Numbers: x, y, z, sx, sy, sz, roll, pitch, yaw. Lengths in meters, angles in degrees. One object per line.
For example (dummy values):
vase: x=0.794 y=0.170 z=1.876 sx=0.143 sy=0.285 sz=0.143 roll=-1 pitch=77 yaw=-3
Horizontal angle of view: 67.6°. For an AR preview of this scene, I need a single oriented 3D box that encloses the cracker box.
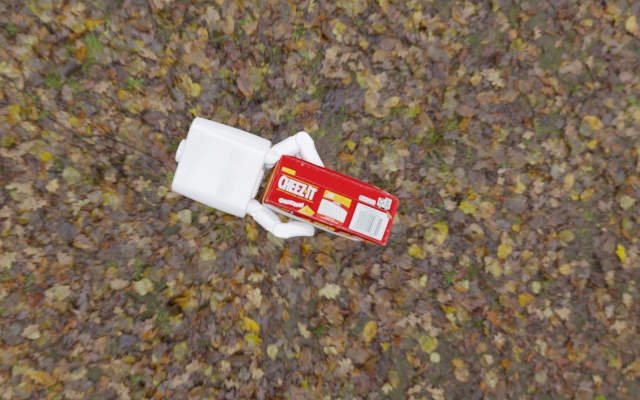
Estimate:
cracker box: x=0.000 y=0.002 z=0.693 sx=0.164 sy=0.072 sz=0.214 roll=20 pitch=-5 yaw=-8
